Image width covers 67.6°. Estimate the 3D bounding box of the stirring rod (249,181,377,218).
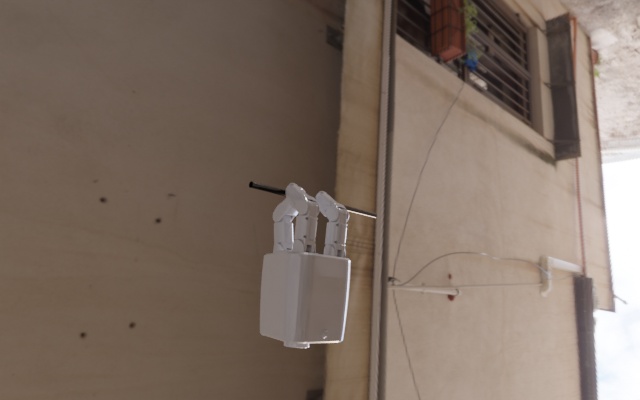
[{"bbox_3d":[0.000,0.002,0.664,0.239,0.011,0.011,14,-10,-43],"label":"stirring rod"}]
